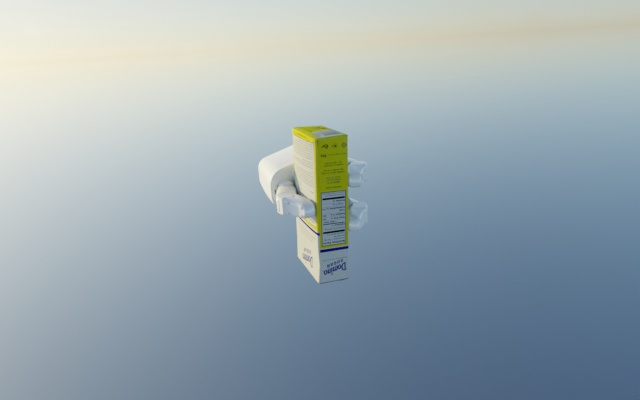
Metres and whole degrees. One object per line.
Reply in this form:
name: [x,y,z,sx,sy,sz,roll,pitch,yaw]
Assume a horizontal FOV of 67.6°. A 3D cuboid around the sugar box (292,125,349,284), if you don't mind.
sugar box: [0.001,0.002,0.586,0.048,0.176,0.093,-9,19,-17]
